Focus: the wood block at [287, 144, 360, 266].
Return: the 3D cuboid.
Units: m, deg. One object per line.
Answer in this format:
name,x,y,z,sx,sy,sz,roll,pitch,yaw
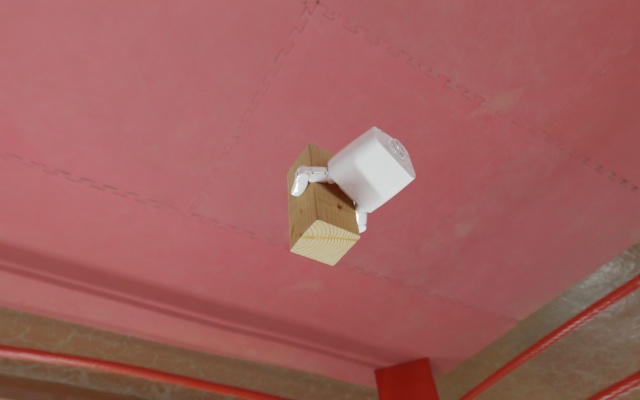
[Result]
wood block,0.000,0.003,0.877,0.091,0.206,0.090,23,-53,-24
